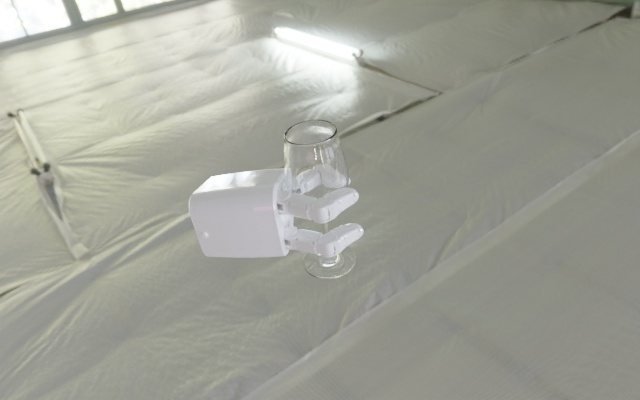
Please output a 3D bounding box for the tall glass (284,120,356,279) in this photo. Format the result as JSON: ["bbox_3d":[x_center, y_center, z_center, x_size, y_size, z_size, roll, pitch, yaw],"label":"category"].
[{"bbox_3d":[0.000,0.002,0.604,0.079,0.201,0.079,-5,35,4],"label":"tall glass"}]
